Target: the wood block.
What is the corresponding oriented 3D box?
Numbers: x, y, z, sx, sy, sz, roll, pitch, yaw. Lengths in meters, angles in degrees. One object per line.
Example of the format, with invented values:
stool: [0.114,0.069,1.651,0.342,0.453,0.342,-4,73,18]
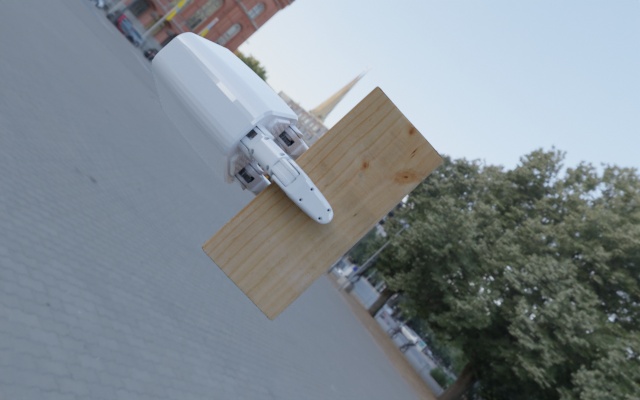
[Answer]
wood block: [0.000,0.001,0.451,0.206,0.090,0.091,-43,5,-2]
